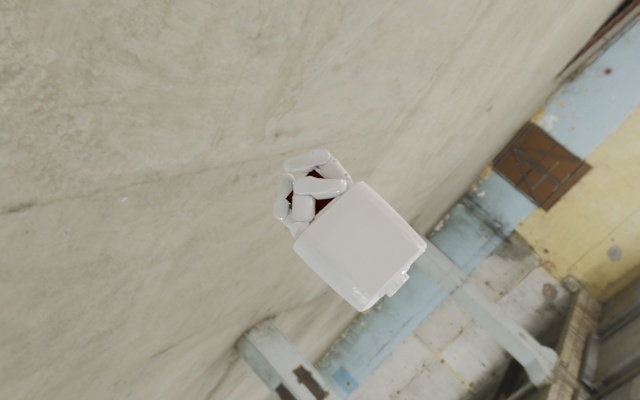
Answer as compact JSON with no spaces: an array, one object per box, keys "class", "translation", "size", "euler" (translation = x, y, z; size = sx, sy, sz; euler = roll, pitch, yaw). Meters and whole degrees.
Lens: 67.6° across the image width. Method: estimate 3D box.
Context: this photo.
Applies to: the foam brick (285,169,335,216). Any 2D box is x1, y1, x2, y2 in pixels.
[{"class":"foam brick","translation":[0.000,0.002,0.605],"size":[0.051,0.053,0.078],"euler":[44,4,16]}]
